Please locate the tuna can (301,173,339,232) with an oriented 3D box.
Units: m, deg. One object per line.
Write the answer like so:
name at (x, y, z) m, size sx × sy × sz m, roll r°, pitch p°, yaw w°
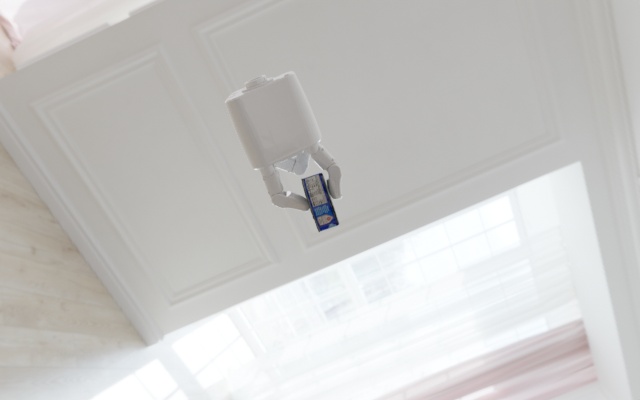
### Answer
tuna can at (0.001, 0.002, 0.720) m, size 0.034 × 0.086 × 0.086 m, roll -18°, pitch -1°, yaw 2°
